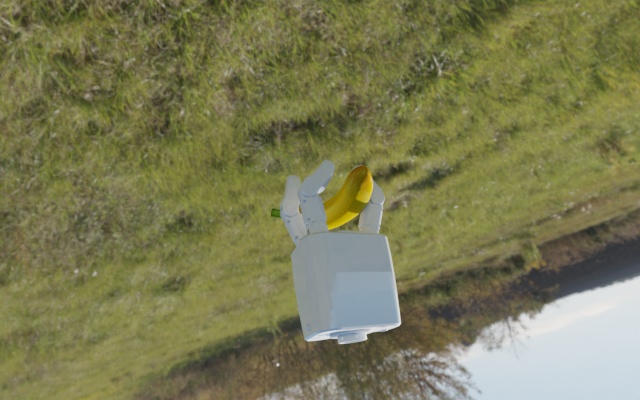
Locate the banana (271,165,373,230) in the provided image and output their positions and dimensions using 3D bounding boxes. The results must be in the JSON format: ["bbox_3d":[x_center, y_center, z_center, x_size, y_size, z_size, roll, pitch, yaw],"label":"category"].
[{"bbox_3d":[0.013,0.008,0.612,0.069,0.037,0.198,17,-28,-33],"label":"banana"}]
